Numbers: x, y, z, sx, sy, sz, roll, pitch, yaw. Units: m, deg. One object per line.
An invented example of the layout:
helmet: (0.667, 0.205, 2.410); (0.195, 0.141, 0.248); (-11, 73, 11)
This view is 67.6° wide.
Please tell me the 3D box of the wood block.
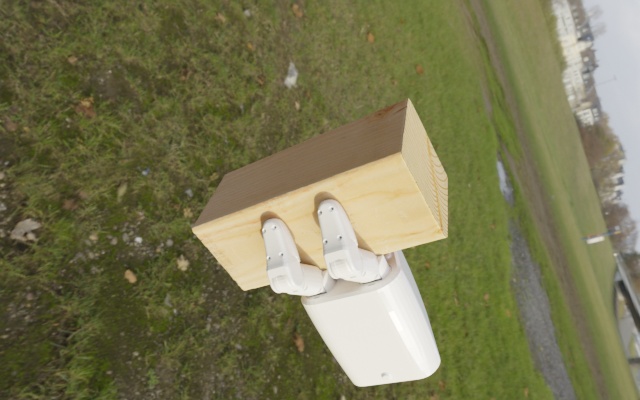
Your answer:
wood block: (0.000, 0.001, 0.434); (0.206, 0.090, 0.090); (-19, 30, 27)
